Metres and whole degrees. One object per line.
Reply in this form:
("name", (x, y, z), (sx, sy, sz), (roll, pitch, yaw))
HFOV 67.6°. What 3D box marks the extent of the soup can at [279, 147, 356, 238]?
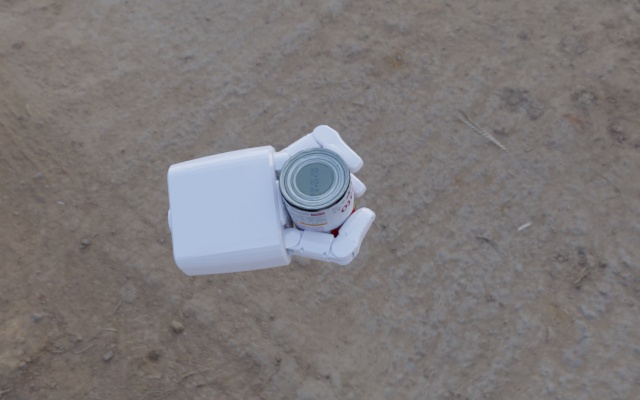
("soup can", (0.001, 0.001, 0.473), (0.068, 0.068, 0.102), (0, -27, 8))
